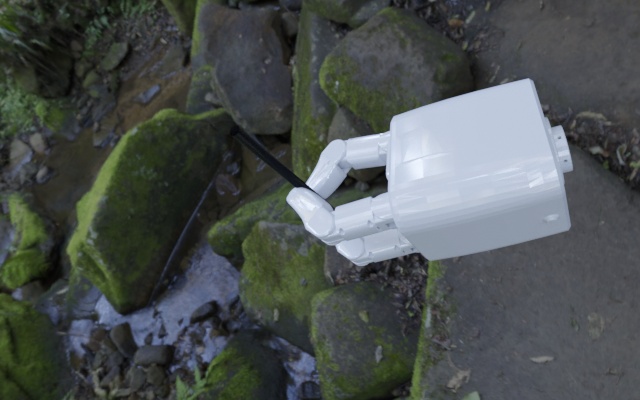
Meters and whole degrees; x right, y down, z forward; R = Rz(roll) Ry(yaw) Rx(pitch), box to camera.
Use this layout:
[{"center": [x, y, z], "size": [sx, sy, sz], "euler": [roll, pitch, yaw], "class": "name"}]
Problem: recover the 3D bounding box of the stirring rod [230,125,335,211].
[{"center": [0.000, 0.001, 0.411], "size": [0.011, 0.011, 0.240], "euler": [0, -23, 31], "class": "stirring rod"}]
